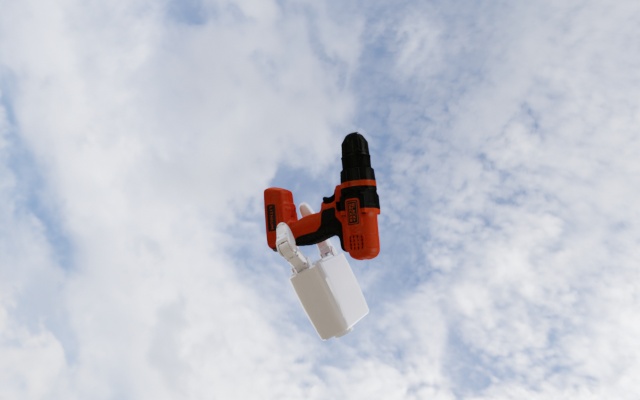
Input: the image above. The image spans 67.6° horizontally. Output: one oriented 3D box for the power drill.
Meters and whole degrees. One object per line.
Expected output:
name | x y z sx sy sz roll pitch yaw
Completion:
power drill | 0.000 0.003 0.721 0.187 0.184 0.057 -10 -11 35
